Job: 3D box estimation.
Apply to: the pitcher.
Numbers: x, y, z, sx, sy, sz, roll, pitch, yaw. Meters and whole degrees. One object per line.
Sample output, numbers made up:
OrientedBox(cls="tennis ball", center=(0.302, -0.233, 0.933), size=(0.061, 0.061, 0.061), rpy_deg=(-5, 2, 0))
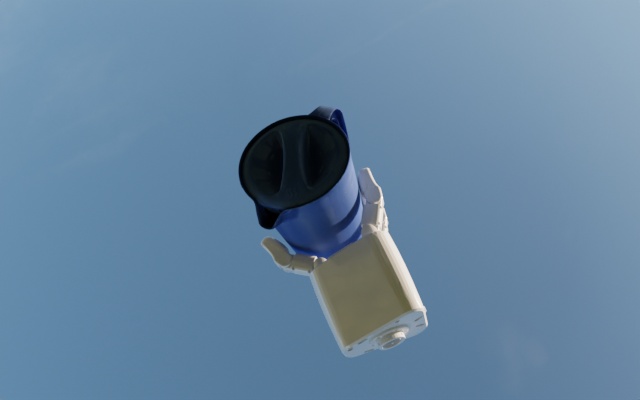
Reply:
OrientedBox(cls="pitcher", center=(0.000, 0.002, 0.643), size=(0.149, 0.145, 0.243), rpy_deg=(-26, -34, -1))
